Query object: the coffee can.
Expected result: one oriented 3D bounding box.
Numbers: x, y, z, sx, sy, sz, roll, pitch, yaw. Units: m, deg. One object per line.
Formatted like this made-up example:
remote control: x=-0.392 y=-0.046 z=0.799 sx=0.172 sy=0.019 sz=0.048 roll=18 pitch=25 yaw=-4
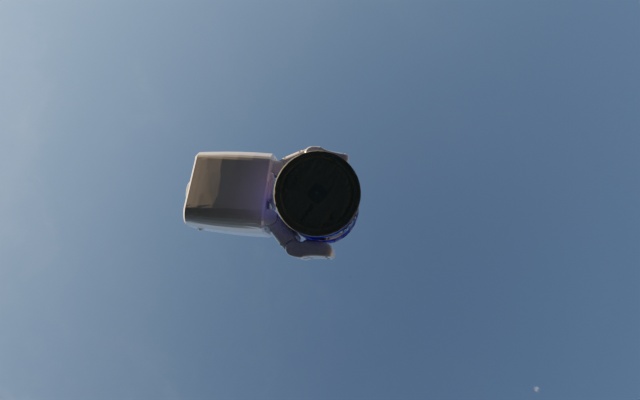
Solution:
coffee can: x=0.000 y=0.002 z=0.626 sx=0.103 sy=0.103 sz=0.140 roll=0 pitch=-9 yaw=3
